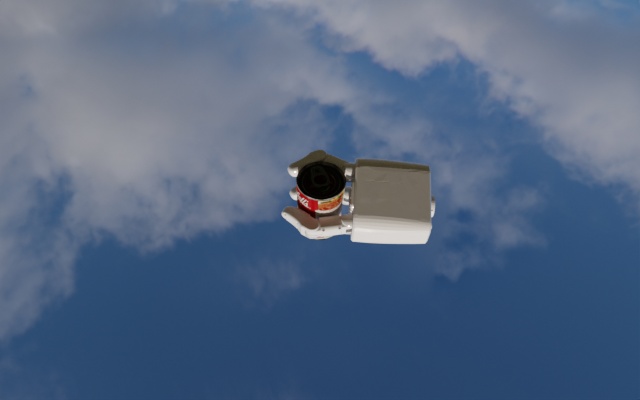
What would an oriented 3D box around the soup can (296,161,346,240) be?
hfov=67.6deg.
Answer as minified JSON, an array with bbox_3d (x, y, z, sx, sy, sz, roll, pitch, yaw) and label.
[{"bbox_3d":[0.000,0.002,0.685,0.068,0.068,0.102,0,-37,-1],"label":"soup can"}]
